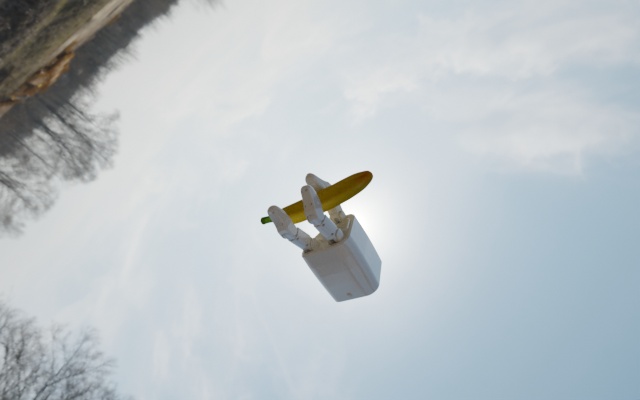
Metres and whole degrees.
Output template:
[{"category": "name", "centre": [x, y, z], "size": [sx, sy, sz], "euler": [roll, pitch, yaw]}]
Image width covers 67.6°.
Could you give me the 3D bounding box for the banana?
[{"category": "banana", "centre": [0.002, 0.002, 0.775], "size": [0.198, 0.037, 0.069], "euler": [-25, 0, 16]}]
